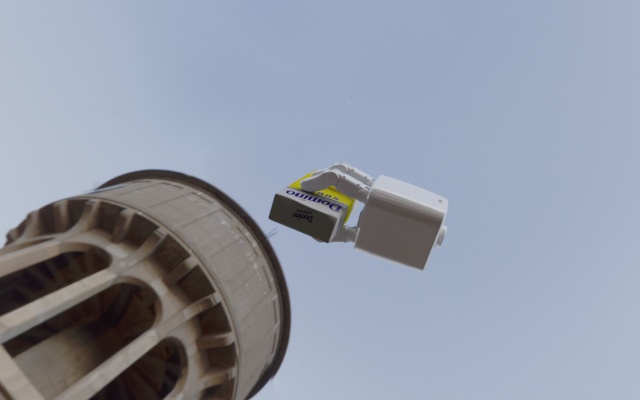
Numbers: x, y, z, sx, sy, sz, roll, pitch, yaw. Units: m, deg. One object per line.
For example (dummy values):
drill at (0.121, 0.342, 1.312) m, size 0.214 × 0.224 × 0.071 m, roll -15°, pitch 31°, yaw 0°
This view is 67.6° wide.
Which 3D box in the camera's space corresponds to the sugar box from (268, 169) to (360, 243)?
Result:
sugar box at (0.000, 0.002, 0.710) m, size 0.093 × 0.048 × 0.176 m, roll 22°, pitch 17°, yaw 10°
